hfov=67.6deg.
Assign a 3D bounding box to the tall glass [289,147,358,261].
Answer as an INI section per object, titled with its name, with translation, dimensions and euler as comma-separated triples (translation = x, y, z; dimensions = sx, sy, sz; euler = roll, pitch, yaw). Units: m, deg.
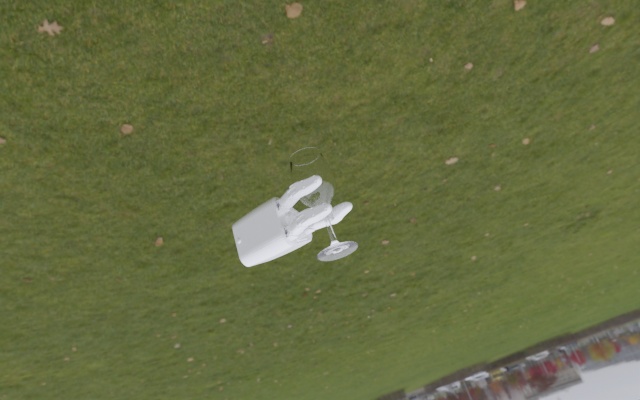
[tall glass]
translation = 0.000, 0.003, 0.858
dimensions = 0.079, 0.201, 0.079
euler = -15, -25, -7
